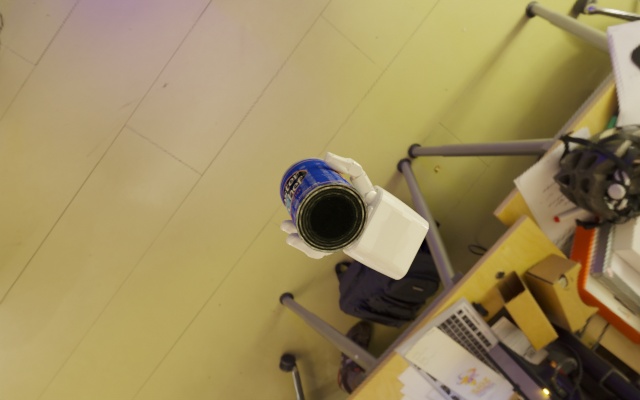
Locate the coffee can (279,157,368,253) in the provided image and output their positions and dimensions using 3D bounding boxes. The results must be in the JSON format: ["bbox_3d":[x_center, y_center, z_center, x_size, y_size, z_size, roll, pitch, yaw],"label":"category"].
[{"bbox_3d":[0.000,0.002,0.709,0.103,0.103,0.140,0,19,-14],"label":"coffee can"}]
